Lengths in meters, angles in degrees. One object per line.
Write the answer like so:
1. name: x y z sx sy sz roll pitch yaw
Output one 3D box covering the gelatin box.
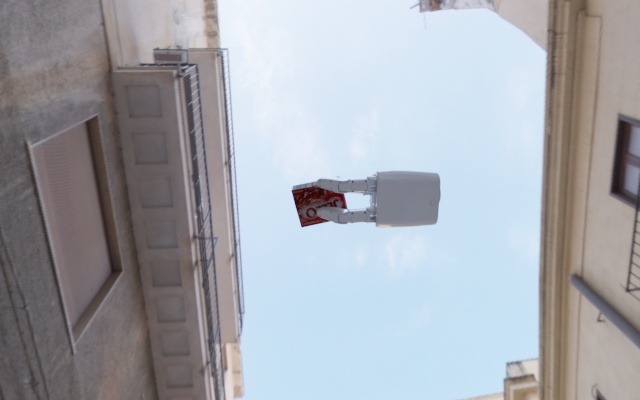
1. gelatin box: 0.000 0.003 0.844 0.089 0.073 0.030 -11 20 8
